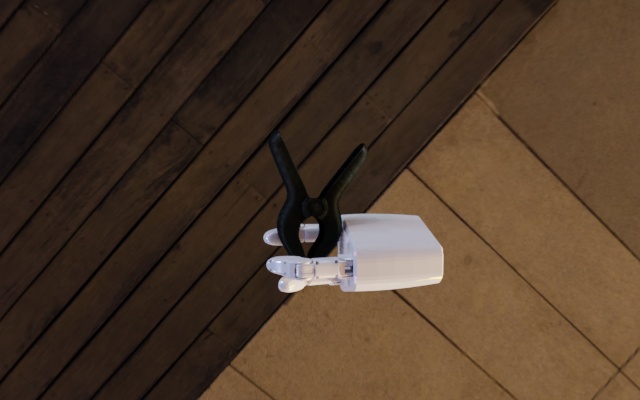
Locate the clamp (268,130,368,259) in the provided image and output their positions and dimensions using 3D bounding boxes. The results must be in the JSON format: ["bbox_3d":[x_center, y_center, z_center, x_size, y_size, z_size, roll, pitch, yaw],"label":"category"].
[{"bbox_3d":[0.000,0.002,0.570,0.120,0.171,0.039,-2,7,-9],"label":"clamp"}]
